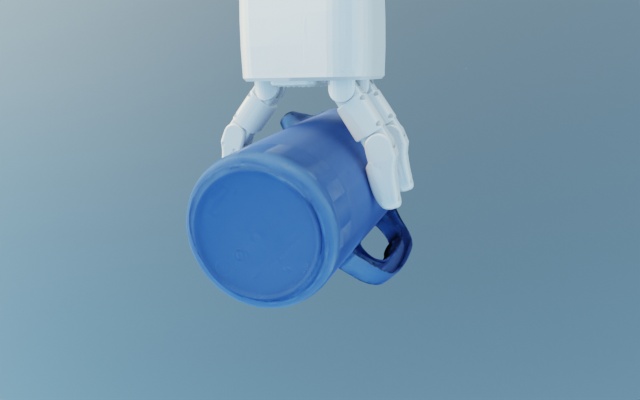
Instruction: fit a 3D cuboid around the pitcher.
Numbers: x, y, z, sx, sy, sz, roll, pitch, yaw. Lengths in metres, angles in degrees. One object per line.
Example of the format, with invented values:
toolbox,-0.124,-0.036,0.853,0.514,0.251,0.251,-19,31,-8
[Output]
pitcher,0.000,0.001,0.413,0.149,0.145,0.242,5,16,16
